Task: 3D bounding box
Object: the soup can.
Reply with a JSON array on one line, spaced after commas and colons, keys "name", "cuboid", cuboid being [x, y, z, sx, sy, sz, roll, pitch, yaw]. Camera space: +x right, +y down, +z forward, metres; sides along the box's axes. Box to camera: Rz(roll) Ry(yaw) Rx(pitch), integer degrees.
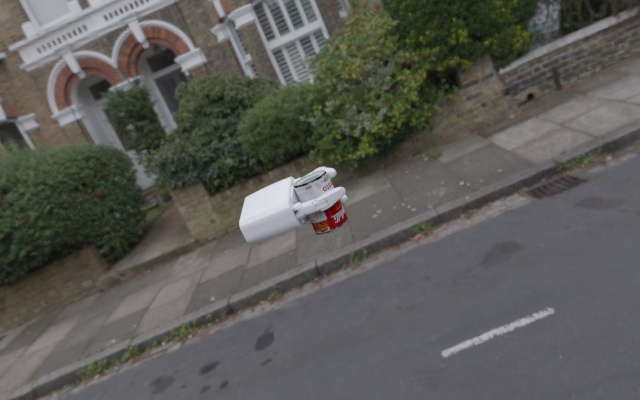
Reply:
[{"name": "soup can", "cuboid": [0.000, 0.002, 0.880, 0.068, 0.102, 0.068, -23, 14, 6]}]
